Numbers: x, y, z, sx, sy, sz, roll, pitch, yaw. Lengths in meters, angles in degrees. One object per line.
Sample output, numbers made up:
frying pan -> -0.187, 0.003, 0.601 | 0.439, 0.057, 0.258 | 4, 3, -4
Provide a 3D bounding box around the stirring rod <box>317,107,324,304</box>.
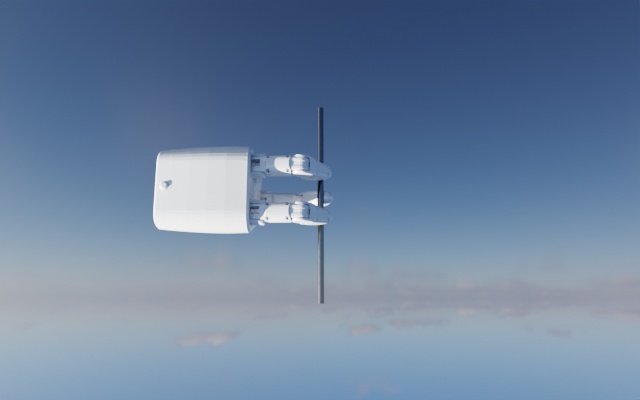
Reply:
stirring rod -> 0.000, 0.002, 0.578 | 0.011, 0.239, 0.011 | 0, -11, 0
